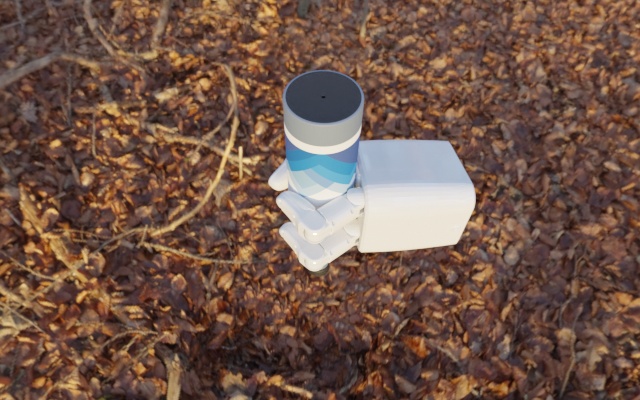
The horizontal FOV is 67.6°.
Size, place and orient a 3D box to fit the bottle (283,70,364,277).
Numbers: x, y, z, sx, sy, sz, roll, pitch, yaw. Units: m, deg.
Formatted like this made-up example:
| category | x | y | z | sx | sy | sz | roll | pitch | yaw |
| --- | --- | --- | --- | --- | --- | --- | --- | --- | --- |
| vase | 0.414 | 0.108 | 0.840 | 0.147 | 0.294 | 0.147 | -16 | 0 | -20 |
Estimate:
| category | x | y | z | sx | sy | sz | roll | pitch | yaw |
| --- | --- | --- | --- | --- | --- | --- | --- | --- | --- |
| bottle | 0.000 | 0.001 | 0.506 | 0.069 | 0.069 | 0.296 | 0 | -36 | -1 |
